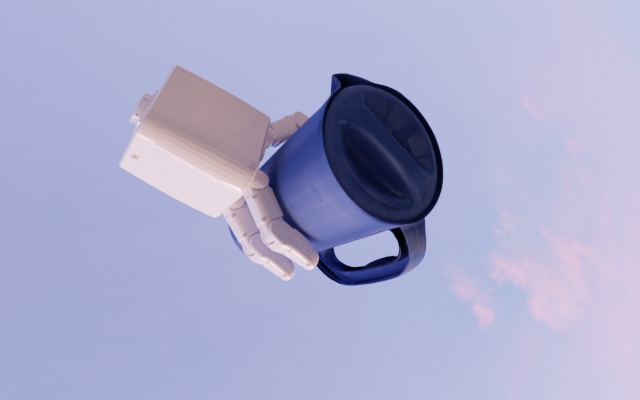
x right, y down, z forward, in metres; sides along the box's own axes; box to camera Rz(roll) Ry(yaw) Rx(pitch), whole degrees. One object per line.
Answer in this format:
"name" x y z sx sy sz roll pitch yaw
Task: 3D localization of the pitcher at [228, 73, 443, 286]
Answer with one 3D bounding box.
"pitcher" 0.000 0.001 0.493 0.145 0.149 0.243 30 -32 -21
